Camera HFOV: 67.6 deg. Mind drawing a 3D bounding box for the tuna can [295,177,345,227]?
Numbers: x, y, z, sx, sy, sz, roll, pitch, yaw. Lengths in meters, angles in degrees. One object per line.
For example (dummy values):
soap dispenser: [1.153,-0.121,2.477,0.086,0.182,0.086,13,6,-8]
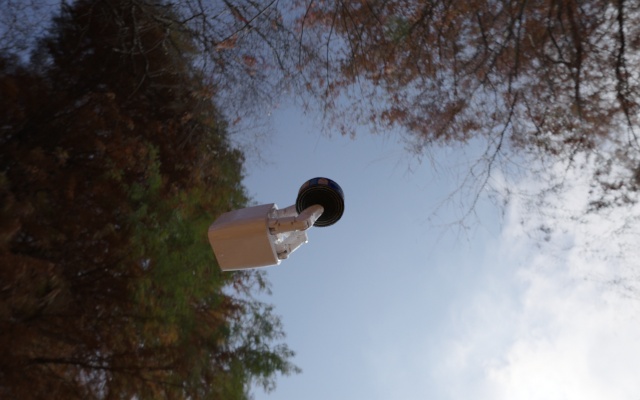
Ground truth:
tuna can: [0.000,0.002,0.838,0.086,0.086,0.033,0,30,5]
